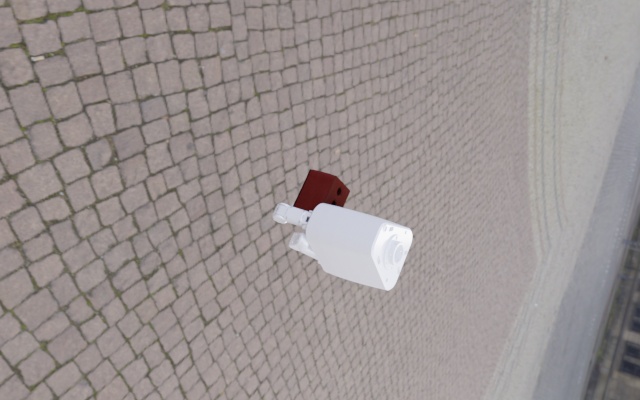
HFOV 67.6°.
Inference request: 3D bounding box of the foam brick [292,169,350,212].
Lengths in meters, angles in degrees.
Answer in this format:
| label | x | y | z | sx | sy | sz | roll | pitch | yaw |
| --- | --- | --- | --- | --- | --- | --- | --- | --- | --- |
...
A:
| label | x | y | z | sx | sy | sz | roll | pitch | yaw |
| --- | --- | --- | --- | --- | --- | --- | --- | --- | --- |
| foam brick | 0.000 | 0.002 | 0.712 | 0.051 | 0.078 | 0.053 | 13 | -18 | 36 |
